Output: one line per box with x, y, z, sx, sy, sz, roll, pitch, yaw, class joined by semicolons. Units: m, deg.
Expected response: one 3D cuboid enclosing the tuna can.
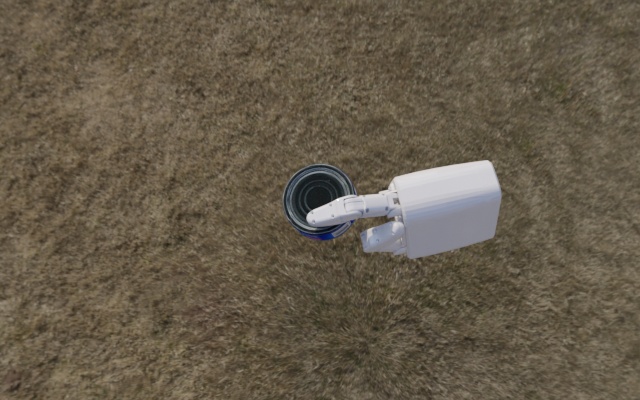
0.000;0.002;0.552;0.086;0.086;0.034;0;-15;11;tuna can
